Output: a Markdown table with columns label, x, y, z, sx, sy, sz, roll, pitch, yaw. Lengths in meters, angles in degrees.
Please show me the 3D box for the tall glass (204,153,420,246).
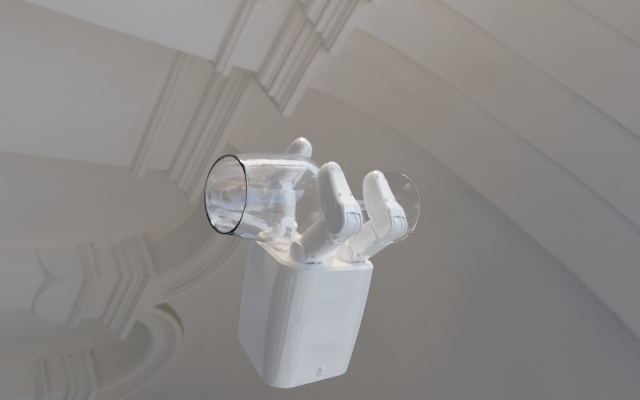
| label | x | y | z | sx | sy | sz | roll | pitch | yaw |
| --- | --- | --- | --- | --- | --- | --- | --- | --- | --- |
| tall glass | 0.001 | 0.001 | 0.429 | 0.201 | 0.079 | 0.079 | 5 | -4 | -43 |
